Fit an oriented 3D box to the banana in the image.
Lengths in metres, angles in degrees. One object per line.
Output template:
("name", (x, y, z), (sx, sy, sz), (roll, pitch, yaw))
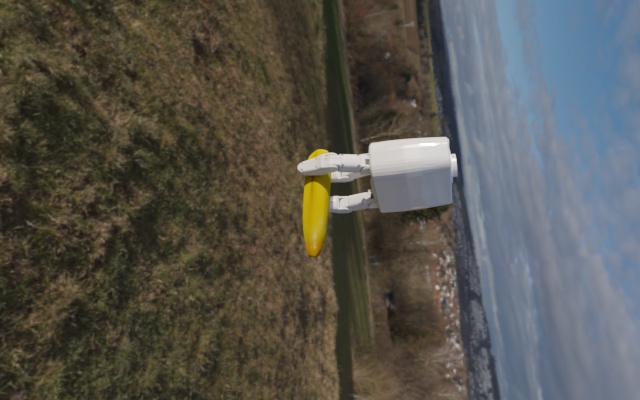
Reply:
("banana", (-0.002, -0.013, 0.692), (0.037, 0.197, 0.070), (-3, -44, 8))
